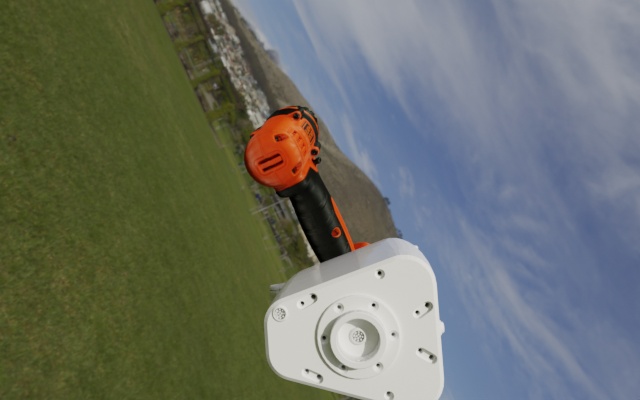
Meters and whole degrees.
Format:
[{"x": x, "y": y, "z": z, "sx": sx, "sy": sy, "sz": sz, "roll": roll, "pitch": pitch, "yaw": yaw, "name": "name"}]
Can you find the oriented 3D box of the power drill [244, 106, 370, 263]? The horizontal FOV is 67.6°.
[{"x": 0.000, "y": 0.002, "z": 0.452, "sx": 0.057, "sy": 0.188, "sz": 0.184, "roll": -25, "pitch": 14, "yaw": 14, "name": "power drill"}]
